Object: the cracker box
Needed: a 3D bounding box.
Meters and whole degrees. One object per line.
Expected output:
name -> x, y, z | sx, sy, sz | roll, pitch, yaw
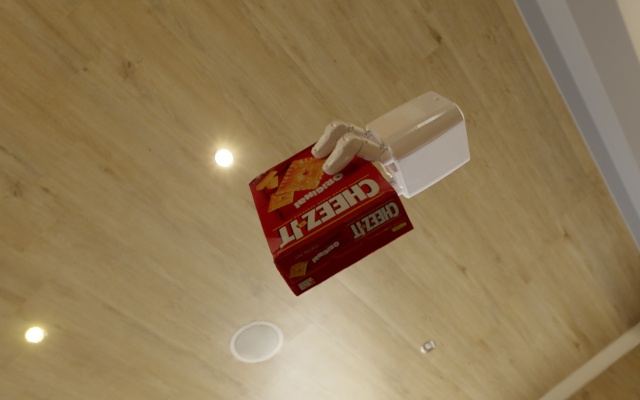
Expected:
cracker box -> 0.000, 0.002, 0.636 | 0.164, 0.072, 0.213 | -31, 31, 0
